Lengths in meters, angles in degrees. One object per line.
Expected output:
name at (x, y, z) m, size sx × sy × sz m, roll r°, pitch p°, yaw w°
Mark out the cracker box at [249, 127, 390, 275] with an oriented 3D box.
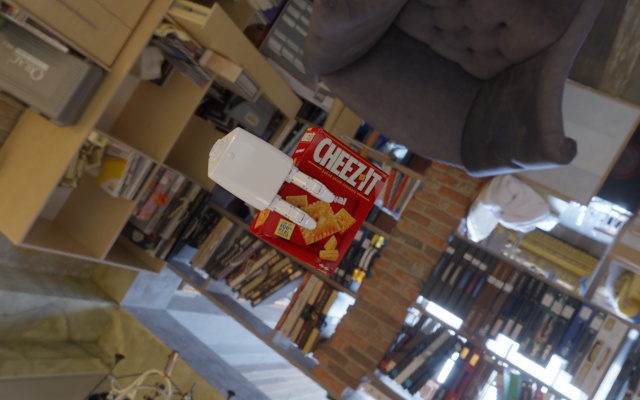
cracker box at (0.000, 0.003, 0.848) m, size 0.164 × 0.213 × 0.072 m, roll 32°, pitch -4°, yaw -22°
